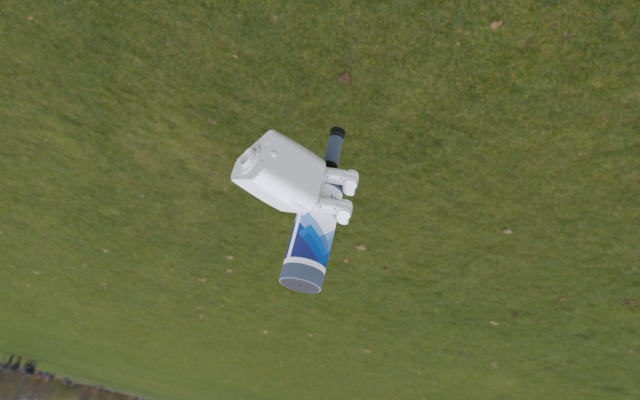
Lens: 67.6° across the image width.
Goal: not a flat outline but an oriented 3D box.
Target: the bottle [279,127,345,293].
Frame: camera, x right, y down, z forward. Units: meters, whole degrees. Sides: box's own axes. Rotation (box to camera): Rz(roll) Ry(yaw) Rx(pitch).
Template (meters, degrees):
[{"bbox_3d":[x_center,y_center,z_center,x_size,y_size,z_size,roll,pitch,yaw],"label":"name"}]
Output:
[{"bbox_3d":[0.000,0.003,0.794,0.069,0.295,0.069,11,-27,6],"label":"bottle"}]
